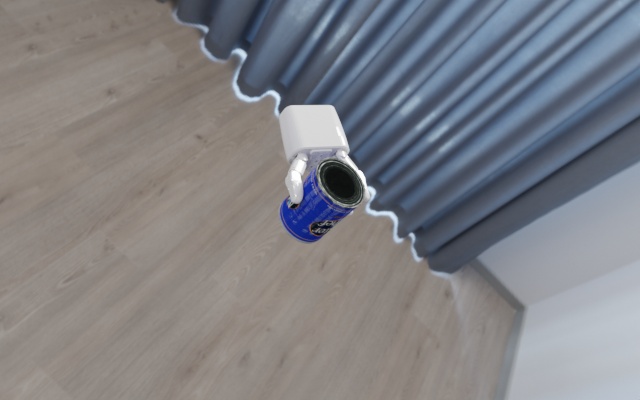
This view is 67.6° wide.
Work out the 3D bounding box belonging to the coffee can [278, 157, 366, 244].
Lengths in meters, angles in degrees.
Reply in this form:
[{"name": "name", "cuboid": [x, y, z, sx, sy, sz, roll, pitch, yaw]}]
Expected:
[{"name": "coffee can", "cuboid": [0.000, 0.003, 0.869, 0.103, 0.102, 0.140, 0, -30, -37]}]
